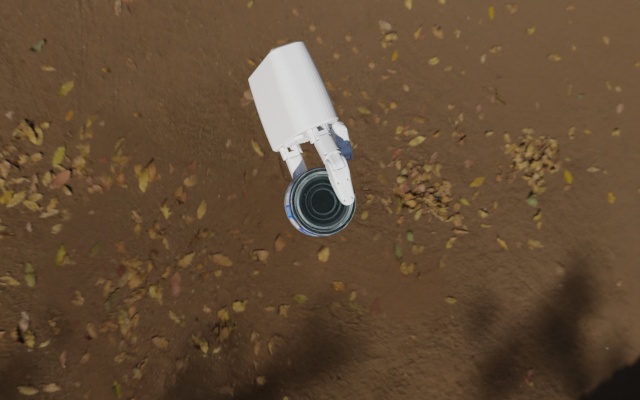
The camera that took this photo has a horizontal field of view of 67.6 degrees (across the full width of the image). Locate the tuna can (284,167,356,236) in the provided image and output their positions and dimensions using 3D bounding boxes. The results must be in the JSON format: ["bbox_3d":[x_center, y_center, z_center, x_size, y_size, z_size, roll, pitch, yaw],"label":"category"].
[{"bbox_3d":[0.000,0.002,0.592,0.086,0.086,0.034,0,-3,-15],"label":"tuna can"}]
